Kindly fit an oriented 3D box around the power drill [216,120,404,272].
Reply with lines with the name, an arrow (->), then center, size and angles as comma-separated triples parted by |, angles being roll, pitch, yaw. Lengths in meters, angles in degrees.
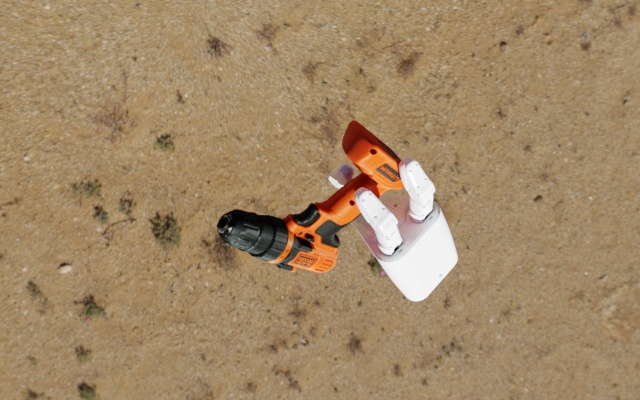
power drill -> 0.001, 0.002, 0.534 | 0.188, 0.057, 0.184 | -44, -35, 17
